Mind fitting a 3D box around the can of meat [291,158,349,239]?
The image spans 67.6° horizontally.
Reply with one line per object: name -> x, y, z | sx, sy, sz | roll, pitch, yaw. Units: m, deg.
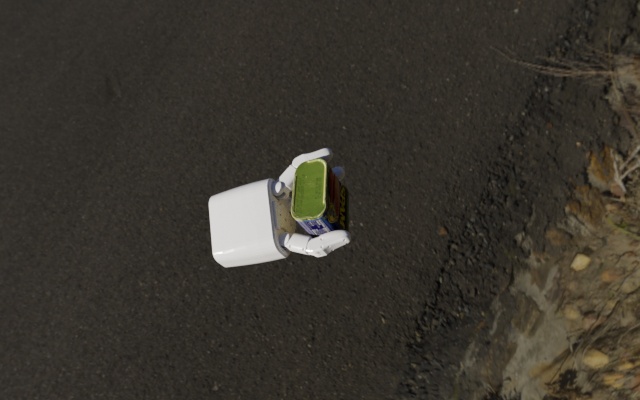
can of meat -> 0.000, 0.002, 0.683 | 0.057, 0.102, 0.084 | -10, -32, 20
